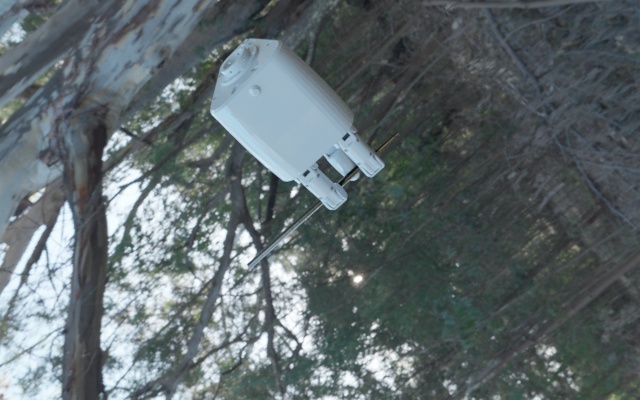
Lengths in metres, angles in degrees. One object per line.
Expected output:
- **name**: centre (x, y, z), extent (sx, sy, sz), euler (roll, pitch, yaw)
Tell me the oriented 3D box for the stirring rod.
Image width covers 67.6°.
- **stirring rod**: centre (0.000, 0.002, 0.566), extent (0.239, 0.011, 0.011), euler (-42, -10, 11)
